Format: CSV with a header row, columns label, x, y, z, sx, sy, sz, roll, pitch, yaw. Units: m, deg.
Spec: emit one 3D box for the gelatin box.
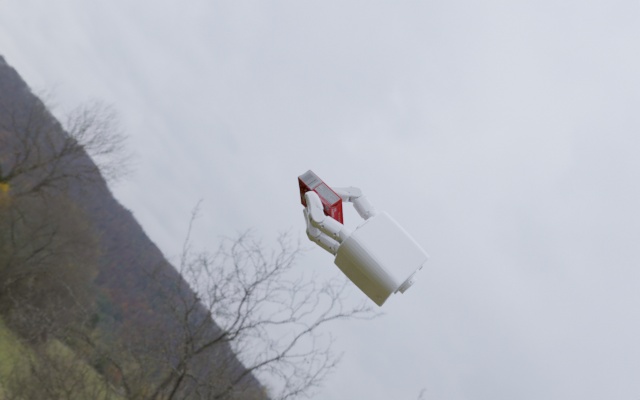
label,x,y,z,sx,sy,sz,roll,pitch,yaw
gelatin box,0.000,0.002,0.798,0.030,0.073,0.089,-34,57,-20
